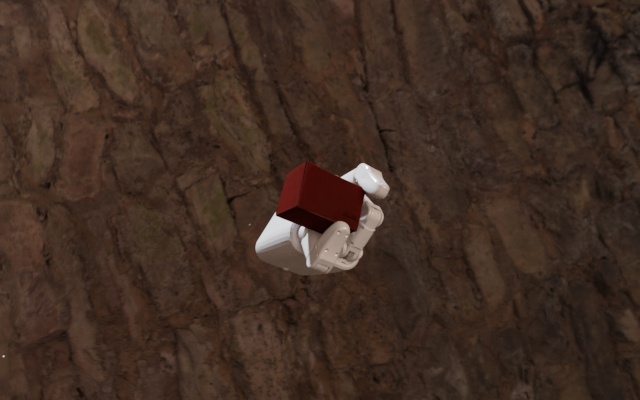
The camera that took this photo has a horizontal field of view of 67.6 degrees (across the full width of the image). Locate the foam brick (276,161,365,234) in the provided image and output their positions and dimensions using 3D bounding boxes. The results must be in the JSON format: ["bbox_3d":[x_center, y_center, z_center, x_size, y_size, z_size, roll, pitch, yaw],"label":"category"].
[{"bbox_3d":[0.000,0.001,0.514,0.078,0.053,0.051,24,-24,-26],"label":"foam brick"}]
